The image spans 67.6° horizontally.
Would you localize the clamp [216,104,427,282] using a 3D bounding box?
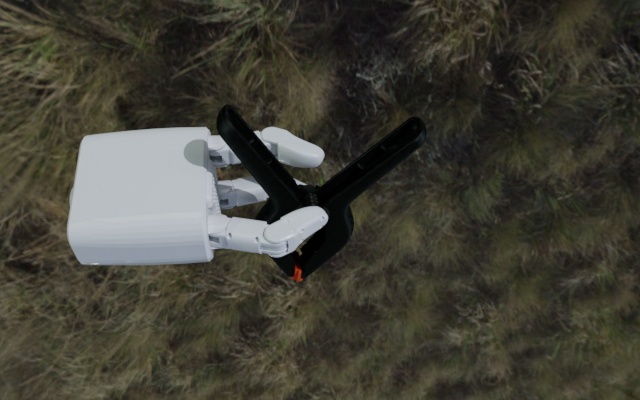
[{"bbox_3d":[0.000,0.002,0.431,0.164,0.036,0.210,-2,-43,-6],"label":"clamp"}]
